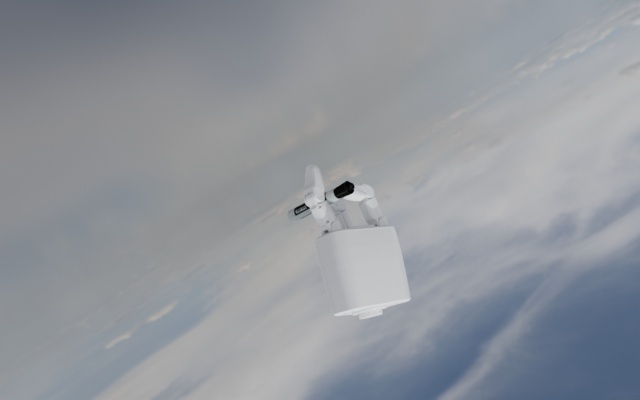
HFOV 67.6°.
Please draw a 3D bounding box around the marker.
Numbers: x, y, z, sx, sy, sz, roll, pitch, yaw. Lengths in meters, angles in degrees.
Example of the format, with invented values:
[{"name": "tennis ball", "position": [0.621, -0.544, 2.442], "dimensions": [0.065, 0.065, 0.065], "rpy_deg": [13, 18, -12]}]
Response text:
[{"name": "marker", "position": [0.000, 0.002, 0.659], "dimensions": [0.121, 0.020, 0.020], "rpy_deg": [-27, -18, 39]}]
